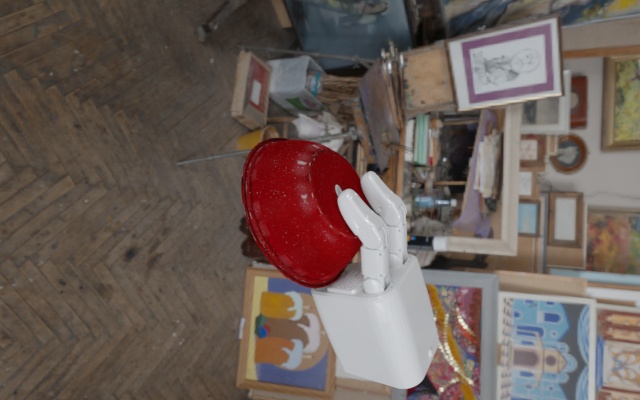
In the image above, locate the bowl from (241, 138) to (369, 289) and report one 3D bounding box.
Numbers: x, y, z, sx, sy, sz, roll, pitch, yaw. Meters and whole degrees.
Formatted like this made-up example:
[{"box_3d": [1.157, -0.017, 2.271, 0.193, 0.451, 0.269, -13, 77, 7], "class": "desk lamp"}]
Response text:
[{"box_3d": [0.000, 0.000, 0.472, 0.055, 0.162, 0.162, -24, -15, 35], "class": "bowl"}]
